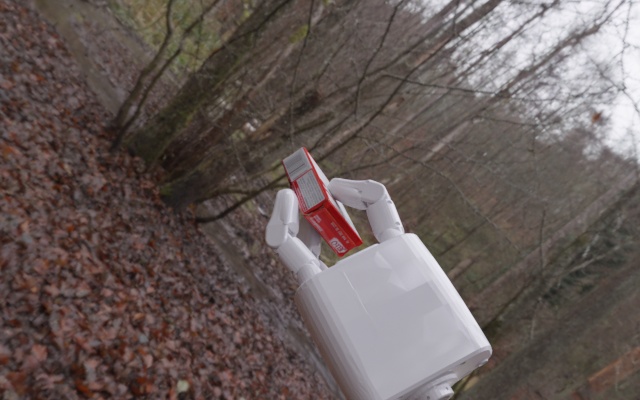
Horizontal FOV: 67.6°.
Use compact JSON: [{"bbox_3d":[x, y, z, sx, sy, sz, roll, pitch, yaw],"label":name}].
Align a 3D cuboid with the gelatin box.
[{"bbox_3d":[0.000,0.001,0.464,0.030,0.089,0.073,-32,-47,7],"label":"gelatin box"}]
